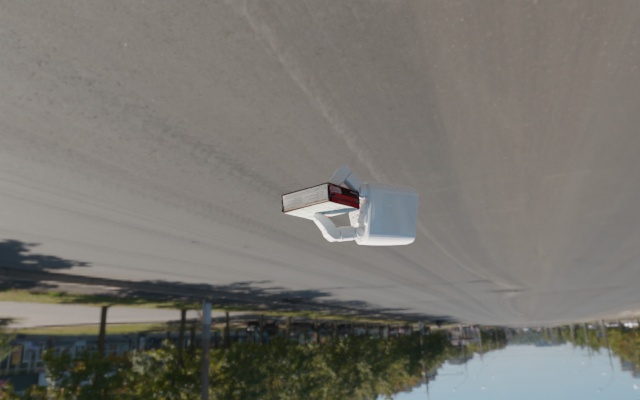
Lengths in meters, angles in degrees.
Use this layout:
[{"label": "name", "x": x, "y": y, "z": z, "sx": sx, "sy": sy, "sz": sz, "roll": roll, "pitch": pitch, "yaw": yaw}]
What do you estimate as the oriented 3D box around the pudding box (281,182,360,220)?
[{"label": "pudding box", "x": 0.000, "y": 0.003, "z": 0.851, "sx": 0.113, "sy": 0.039, "sz": 0.090, "roll": -16, "pitch": -21, "yaw": 37}]
